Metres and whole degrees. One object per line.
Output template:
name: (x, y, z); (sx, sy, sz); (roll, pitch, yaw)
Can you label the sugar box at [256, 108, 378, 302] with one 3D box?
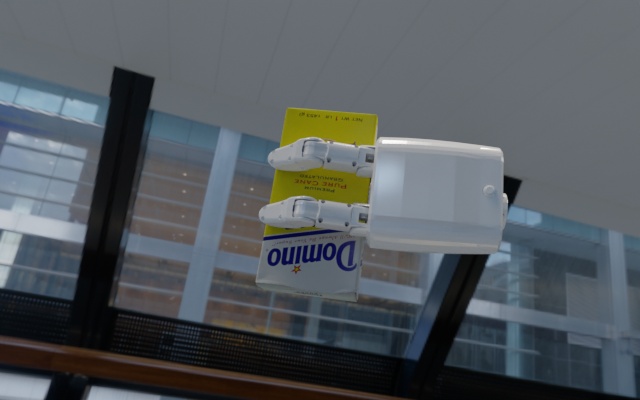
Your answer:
sugar box: (0.000, 0.001, 0.456); (0.093, 0.176, 0.048); (5, -19, 8)
